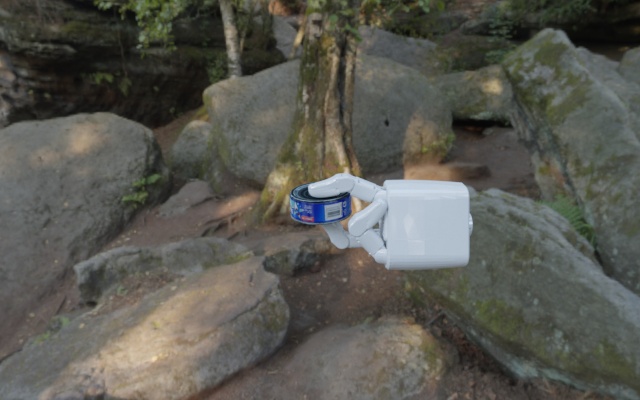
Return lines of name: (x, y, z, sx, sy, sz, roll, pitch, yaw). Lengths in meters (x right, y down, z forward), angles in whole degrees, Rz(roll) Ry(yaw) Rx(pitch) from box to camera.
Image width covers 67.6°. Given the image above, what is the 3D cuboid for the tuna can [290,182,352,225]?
tuna can: (0.000, 0.002, 0.660, 0.086, 0.034, 0.086, -3, 20, 1)
